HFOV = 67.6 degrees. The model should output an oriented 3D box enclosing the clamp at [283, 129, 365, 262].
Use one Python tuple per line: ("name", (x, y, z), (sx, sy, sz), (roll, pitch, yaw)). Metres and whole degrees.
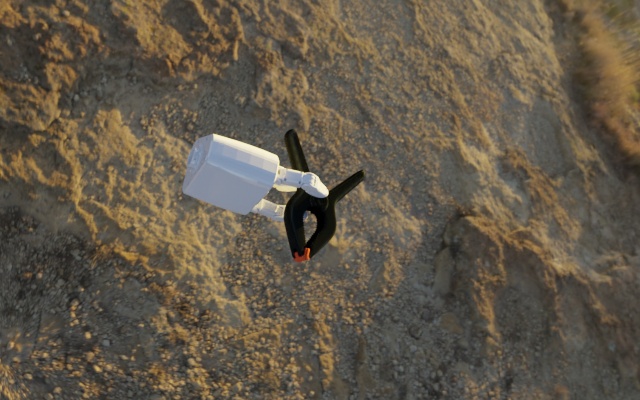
("clamp", (0.000, 0.003, 0.779), (0.164, 0.210, 0.036), (20, -25, -29))
